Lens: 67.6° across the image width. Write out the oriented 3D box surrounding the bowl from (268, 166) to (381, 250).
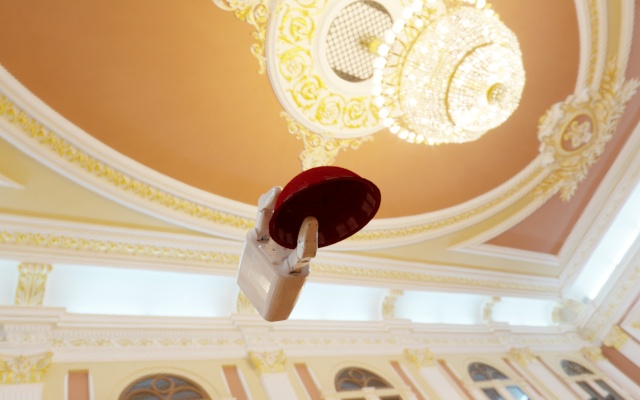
[{"bbox_3d":[0.001,0.001,0.665,0.162,0.055,0.162,-14,-35,-10],"label":"bowl"}]
